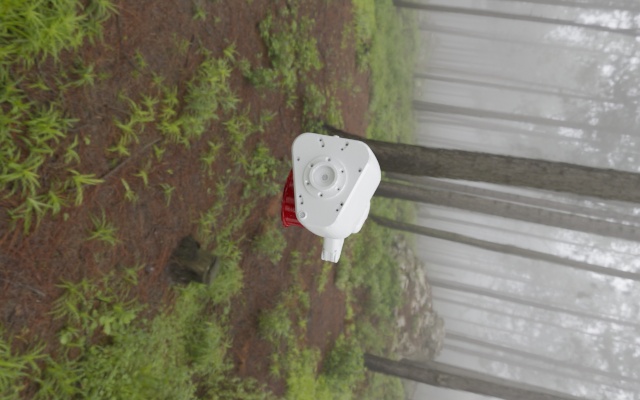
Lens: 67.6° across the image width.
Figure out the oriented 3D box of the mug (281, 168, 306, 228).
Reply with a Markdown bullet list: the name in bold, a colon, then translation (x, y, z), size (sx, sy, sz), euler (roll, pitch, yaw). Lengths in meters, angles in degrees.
- **mug**: translation (0.001, 0.003, 0.686), size (0.081, 0.093, 0.117), euler (11, -5, 12)
